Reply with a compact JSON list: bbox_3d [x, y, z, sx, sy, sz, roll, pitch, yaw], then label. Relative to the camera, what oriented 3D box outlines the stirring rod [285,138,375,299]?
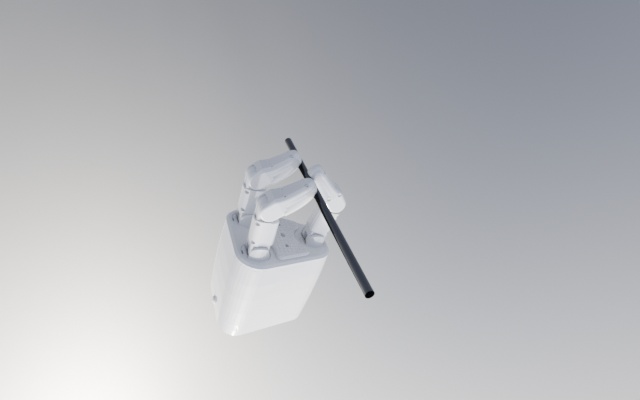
[{"bbox_3d":[0.000,0.001,0.446,0.011,0.011,0.239,0,35,-22],"label":"stirring rod"}]
